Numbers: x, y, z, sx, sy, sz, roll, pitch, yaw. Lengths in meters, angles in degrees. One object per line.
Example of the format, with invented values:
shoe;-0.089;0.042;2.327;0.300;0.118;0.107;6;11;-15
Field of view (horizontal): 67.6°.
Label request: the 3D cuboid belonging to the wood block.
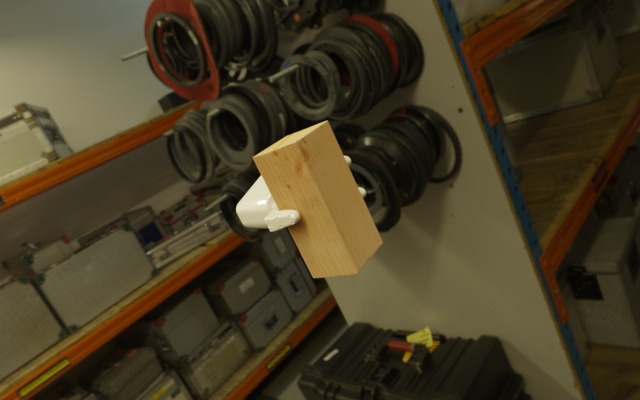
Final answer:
wood block;0.000;0.002;0.706;0.090;0.206;0.090;-13;19;41
